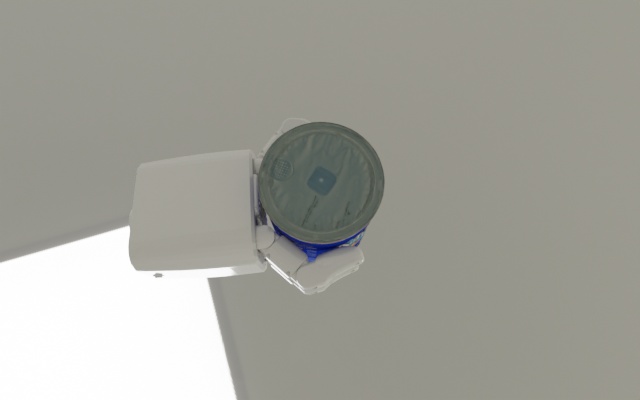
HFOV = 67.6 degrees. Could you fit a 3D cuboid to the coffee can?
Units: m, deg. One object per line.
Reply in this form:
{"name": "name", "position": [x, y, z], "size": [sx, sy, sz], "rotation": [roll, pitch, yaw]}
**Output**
{"name": "coffee can", "position": [0.000, 0.001, 0.451], "size": [0.103, 0.102, 0.140], "rotation": [0, -15, -1]}
